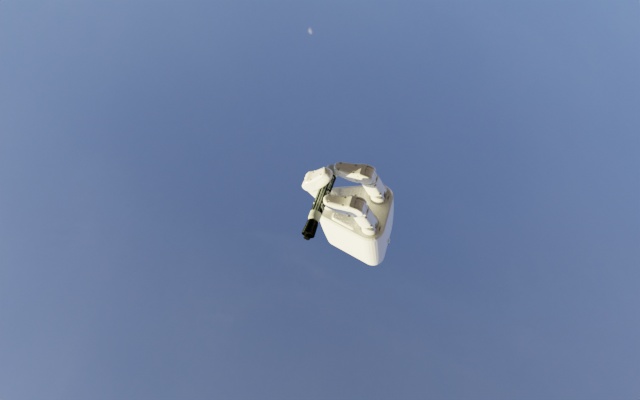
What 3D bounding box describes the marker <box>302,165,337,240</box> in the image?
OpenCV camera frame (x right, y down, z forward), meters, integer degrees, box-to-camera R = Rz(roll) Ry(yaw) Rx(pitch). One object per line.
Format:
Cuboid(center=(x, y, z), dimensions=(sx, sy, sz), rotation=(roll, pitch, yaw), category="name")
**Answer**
Cuboid(center=(0.000, 0.002, 0.682), dimensions=(0.020, 0.121, 0.020), rotation=(16, -27, 9), category="marker")
